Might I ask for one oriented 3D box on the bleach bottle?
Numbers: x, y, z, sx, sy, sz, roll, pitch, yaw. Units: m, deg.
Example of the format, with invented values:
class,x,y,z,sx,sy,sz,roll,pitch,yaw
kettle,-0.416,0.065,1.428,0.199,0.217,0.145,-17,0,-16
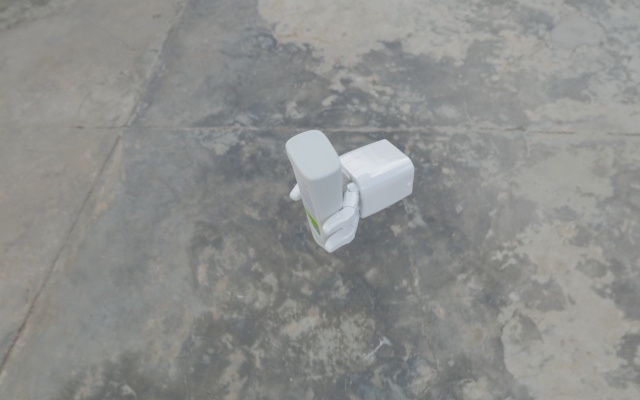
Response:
class,x,y,z,sx,sy,sz,roll,pitch,yaw
bleach bottle,0.000,0.003,0.820,0.068,0.102,0.251,-23,-35,-11
